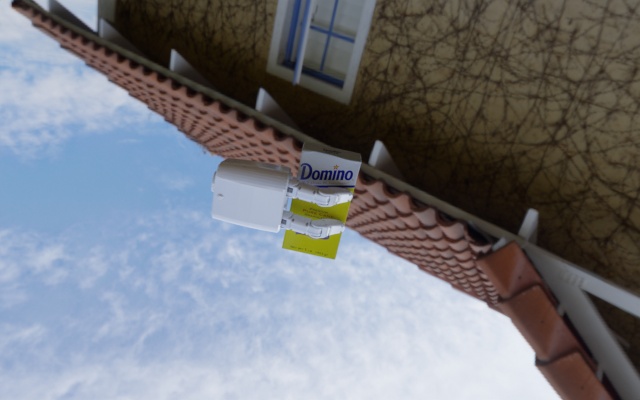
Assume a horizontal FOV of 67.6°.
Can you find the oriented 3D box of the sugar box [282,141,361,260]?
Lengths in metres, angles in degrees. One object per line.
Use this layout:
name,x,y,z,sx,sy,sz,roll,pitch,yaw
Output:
sugar box,0.000,0.003,0.760,0.093,0.176,0.048,12,26,-2
